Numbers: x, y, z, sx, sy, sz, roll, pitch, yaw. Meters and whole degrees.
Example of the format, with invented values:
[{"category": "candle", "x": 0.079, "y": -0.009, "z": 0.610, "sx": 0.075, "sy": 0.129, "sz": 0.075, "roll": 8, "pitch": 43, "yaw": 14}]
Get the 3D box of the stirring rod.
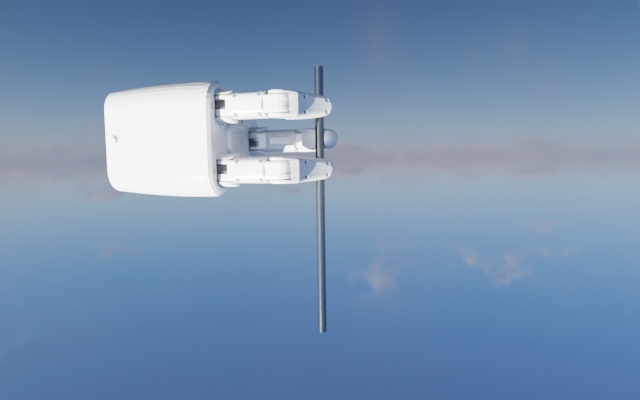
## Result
[{"category": "stirring rod", "x": 0.000, "y": 0.001, "z": 0.433, "sx": 0.011, "sy": 0.239, "sz": 0.011, "roll": -1, "pitch": 5, "yaw": 0}]
